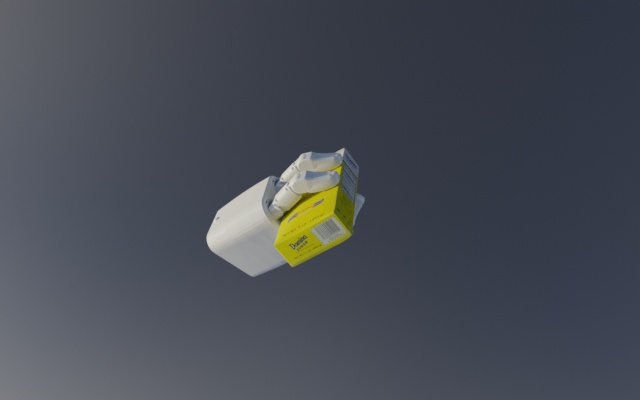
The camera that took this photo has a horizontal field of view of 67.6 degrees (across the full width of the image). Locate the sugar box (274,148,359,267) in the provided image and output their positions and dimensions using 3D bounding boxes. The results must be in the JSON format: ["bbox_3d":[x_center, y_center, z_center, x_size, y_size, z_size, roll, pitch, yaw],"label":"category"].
[{"bbox_3d":[0.000,0.002,0.632,0.093,0.048,0.176,-29,26,21],"label":"sugar box"}]
